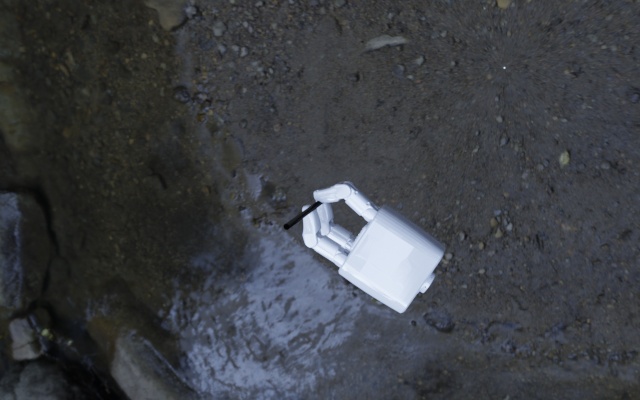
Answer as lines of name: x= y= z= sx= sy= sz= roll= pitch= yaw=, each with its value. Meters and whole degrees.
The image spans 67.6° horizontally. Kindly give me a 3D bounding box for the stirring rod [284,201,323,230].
stirring rod: x=0.000 y=0.002 z=0.694 sx=0.011 sy=0.011 sz=0.239 roll=0 pitch=14 yaw=21
